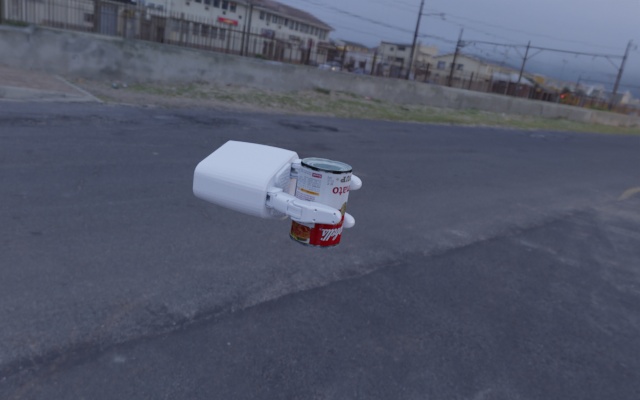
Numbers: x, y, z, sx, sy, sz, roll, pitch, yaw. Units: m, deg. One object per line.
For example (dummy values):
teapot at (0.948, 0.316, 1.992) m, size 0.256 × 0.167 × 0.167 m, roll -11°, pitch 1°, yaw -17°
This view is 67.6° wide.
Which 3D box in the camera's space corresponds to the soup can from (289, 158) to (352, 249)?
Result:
soup can at (0.001, 0.002, 0.614) m, size 0.068 × 0.102 × 0.068 m, roll 9°, pitch 16°, yaw -2°
